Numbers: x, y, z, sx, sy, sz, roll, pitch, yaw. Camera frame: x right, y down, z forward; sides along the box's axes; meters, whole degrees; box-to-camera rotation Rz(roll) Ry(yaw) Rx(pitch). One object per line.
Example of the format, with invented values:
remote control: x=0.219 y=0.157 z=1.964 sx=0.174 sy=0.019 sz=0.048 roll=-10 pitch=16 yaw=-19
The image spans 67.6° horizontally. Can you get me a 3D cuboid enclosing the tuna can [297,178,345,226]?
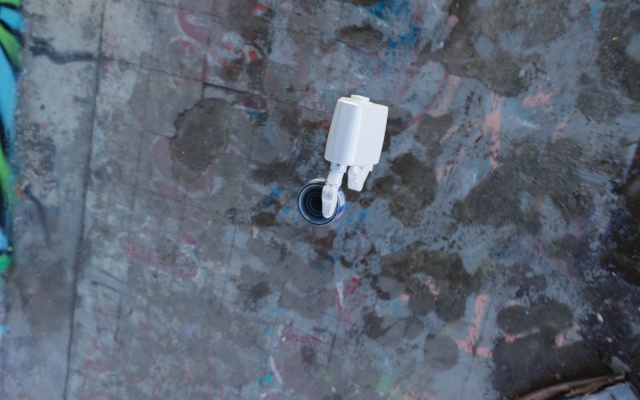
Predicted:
tuna can: x=0.000 y=0.003 z=0.880 sx=0.086 sy=0.086 sz=0.033 roll=0 pitch=14 yaw=21
